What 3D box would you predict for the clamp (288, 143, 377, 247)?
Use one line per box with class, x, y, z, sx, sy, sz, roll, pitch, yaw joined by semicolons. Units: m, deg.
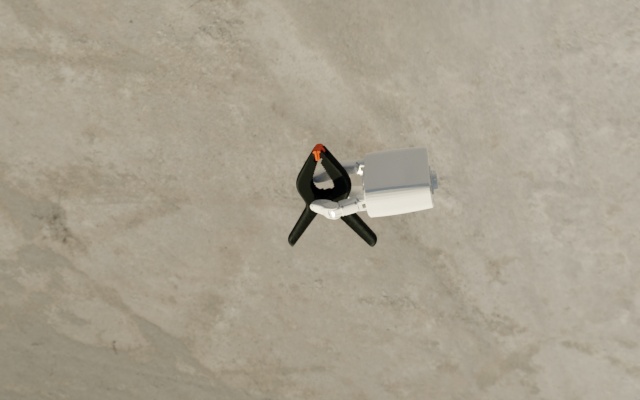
clamp;0.000;0.003;0.831;0.164;0.210;0.036;-8;32;15
